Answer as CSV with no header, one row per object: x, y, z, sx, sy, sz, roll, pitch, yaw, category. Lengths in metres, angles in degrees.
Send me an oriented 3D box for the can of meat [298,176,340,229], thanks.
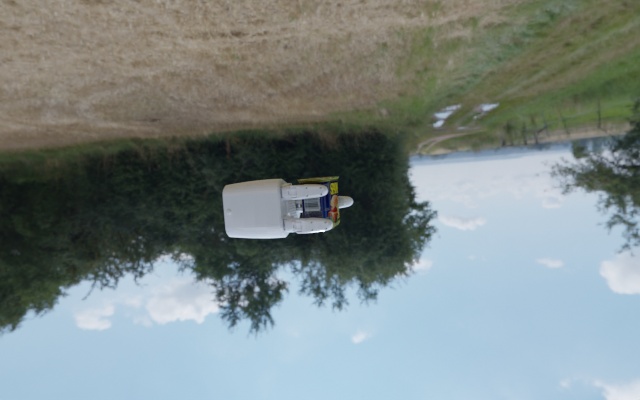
0.000,0.003,0.811,0.057,0.084,0.102,-3,3,12,can of meat
